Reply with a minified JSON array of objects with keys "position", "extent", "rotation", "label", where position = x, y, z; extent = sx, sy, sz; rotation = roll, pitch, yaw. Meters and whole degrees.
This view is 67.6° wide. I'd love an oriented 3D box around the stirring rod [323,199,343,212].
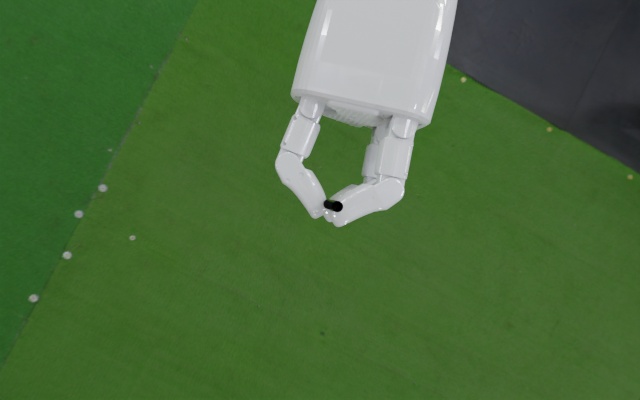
[{"position":[0.000,0.001,0.449],"extent":[0.011,0.011,0.239],"rotation":[0,1,-6],"label":"stirring rod"}]
